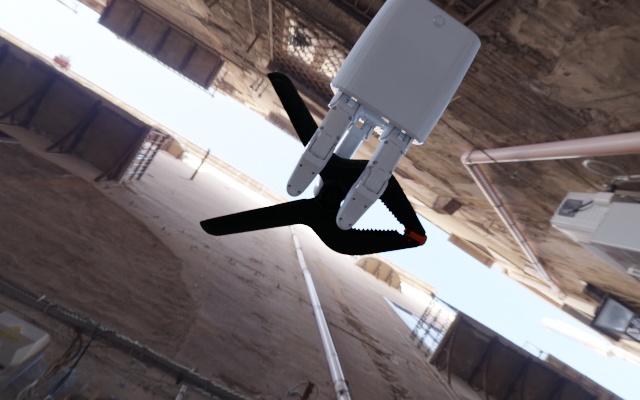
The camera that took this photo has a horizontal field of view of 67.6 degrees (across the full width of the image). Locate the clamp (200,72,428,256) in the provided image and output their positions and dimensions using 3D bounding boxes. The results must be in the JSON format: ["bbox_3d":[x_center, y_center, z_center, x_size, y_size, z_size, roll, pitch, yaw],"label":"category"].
[{"bbox_3d":[0.001,0.001,0.458,0.210,0.164,0.036,32,6,-6],"label":"clamp"}]
